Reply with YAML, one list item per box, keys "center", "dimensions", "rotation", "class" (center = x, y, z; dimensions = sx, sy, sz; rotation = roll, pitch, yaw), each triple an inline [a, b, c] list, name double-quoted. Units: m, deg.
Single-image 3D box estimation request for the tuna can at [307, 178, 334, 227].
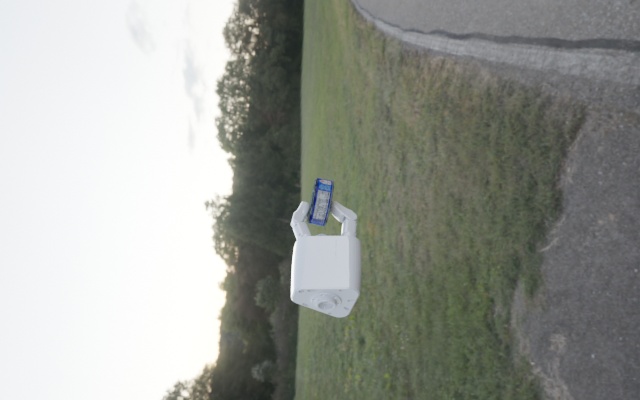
- center: [0.000, 0.003, 0.874]
  dimensions: [0.034, 0.086, 0.086]
  rotation: [11, -1, -4]
  class: "tuna can"
